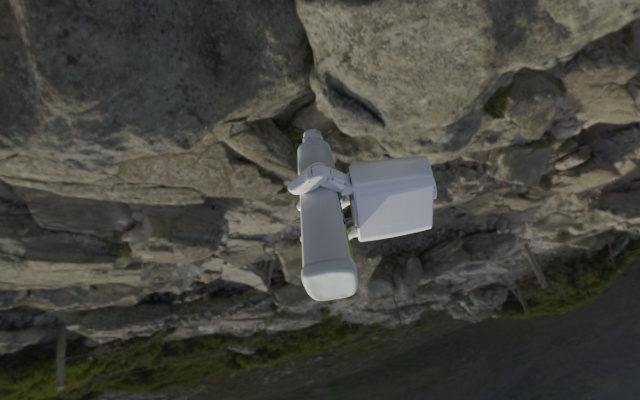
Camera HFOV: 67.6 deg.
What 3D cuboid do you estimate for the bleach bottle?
[{"bbox_3d":[0.000,0.002,0.656,0.068,0.250,0.103,-9,-31,2],"label":"bleach bottle"}]
